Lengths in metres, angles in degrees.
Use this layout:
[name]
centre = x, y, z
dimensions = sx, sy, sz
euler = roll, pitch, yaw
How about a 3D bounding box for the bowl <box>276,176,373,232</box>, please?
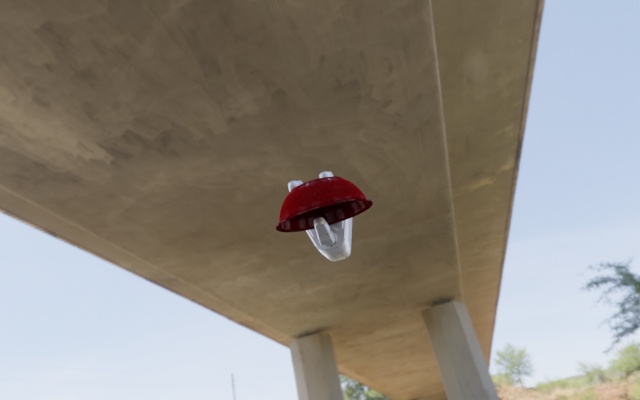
[bowl]
centre = 0.000, 0.002, 0.774
dimensions = 0.162, 0.055, 0.162
euler = -14, -13, -3
